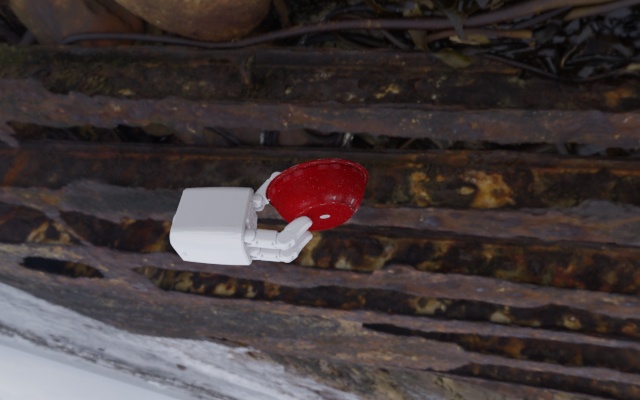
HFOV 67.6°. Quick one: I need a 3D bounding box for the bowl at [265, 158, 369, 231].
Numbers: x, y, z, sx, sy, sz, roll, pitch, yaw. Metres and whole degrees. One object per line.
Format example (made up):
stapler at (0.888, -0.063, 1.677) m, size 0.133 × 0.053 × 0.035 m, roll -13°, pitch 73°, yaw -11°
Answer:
bowl at (0.001, 0.002, 0.721) m, size 0.162 × 0.055 × 0.162 m, roll -10°, pitch -27°, yaw -5°
